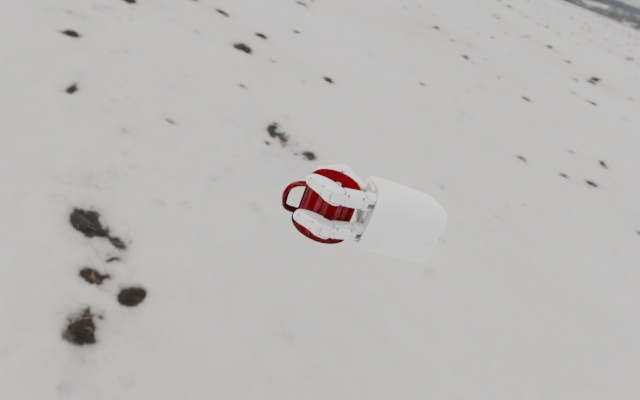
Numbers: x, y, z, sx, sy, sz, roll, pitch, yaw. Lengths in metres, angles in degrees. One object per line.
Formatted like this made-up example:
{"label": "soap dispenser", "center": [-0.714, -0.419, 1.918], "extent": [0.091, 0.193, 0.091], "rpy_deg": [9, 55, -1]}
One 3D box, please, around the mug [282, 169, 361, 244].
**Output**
{"label": "mug", "center": [-0.001, 0.002, 0.721], "extent": [0.117, 0.081, 0.093], "rpy_deg": [15, 31, -9]}
